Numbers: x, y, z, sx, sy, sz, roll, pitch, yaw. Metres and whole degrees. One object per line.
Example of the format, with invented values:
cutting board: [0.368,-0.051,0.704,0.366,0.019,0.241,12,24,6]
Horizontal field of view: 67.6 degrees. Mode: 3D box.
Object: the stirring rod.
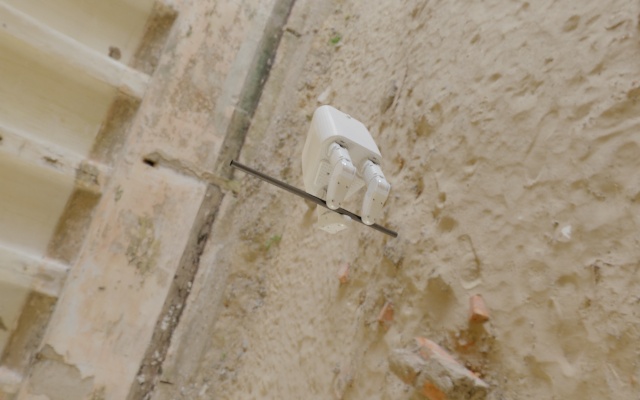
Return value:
stirring rod: [0.000,0.002,0.586,0.239,0.011,0.011,24,-10,-24]
